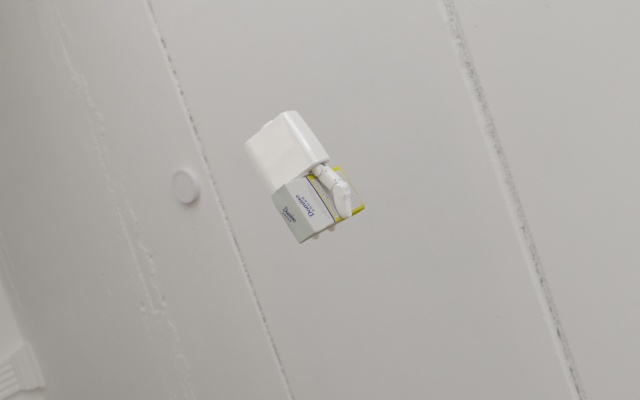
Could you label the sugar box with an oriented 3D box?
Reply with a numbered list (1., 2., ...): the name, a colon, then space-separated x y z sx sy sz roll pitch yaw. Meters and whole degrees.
1. sugar box: 0.000 0.003 0.808 0.048 0.093 0.176 -38 -9 36
